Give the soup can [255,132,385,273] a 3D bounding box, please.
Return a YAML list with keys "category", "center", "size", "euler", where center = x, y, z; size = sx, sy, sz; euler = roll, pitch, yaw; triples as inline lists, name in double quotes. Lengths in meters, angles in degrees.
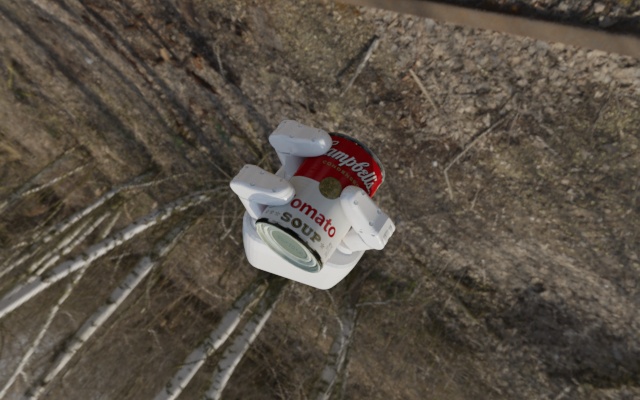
- category: "soup can"
  center: [0.000, 0.001, 0.404]
  size: [0.068, 0.102, 0.068]
  euler: [30, -25, 15]
